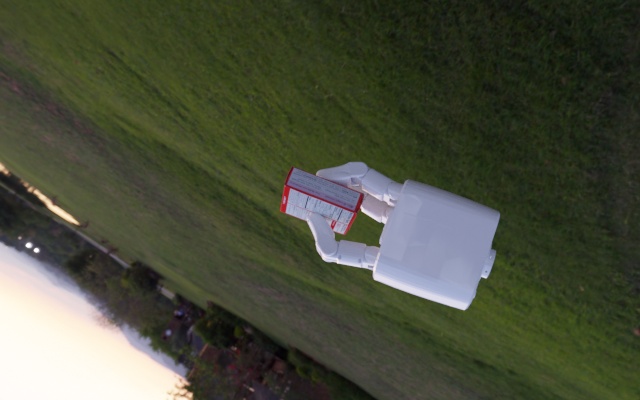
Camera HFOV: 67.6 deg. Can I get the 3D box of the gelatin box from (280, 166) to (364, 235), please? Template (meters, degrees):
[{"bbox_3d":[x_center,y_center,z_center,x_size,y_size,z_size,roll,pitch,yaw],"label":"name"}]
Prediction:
[{"bbox_3d":[0.000,0.002,0.559,0.089,0.030,0.073,20,-25,1],"label":"gelatin box"}]
